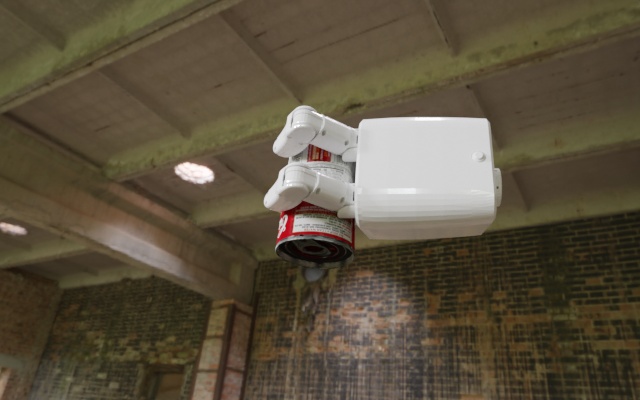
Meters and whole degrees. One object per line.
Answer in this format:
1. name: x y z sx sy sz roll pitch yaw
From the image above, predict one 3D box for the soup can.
1. soup can: 0.000 0.001 0.426 0.068 0.102 0.068 5 -27 2
